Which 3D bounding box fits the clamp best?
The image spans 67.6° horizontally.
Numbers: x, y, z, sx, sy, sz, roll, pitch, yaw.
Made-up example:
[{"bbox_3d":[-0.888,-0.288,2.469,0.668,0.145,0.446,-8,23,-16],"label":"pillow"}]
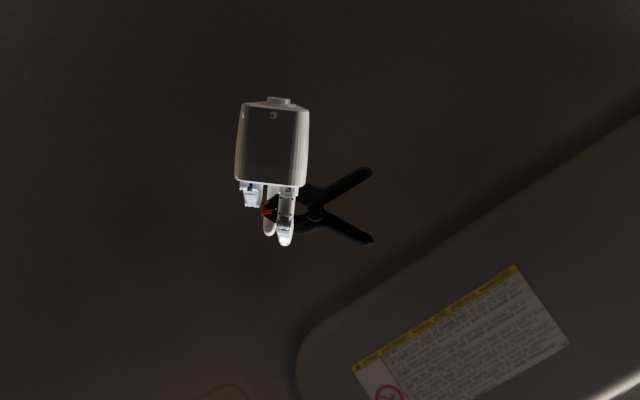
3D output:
[{"bbox_3d":[0.000,0.002,0.700,0.171,0.120,0.039,7,15,1],"label":"clamp"}]
